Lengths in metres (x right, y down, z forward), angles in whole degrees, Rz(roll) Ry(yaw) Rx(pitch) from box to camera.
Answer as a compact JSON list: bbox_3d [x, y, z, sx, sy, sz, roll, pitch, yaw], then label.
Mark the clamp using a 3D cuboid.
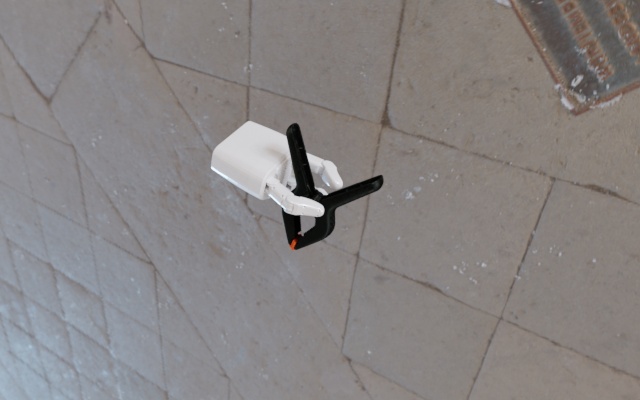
[{"bbox_3d":[-0.001,0.003,0.744,0.164,0.210,0.036,28,35,16],"label":"clamp"}]
